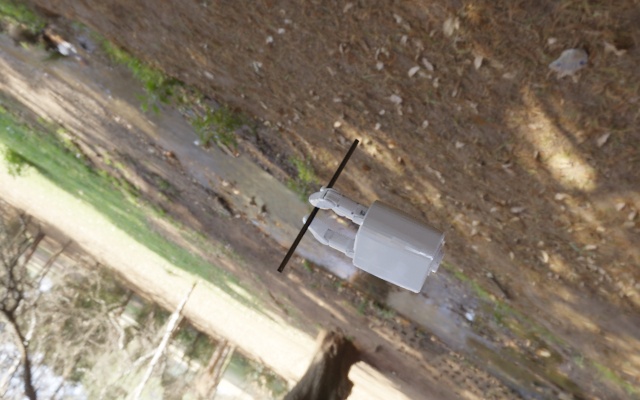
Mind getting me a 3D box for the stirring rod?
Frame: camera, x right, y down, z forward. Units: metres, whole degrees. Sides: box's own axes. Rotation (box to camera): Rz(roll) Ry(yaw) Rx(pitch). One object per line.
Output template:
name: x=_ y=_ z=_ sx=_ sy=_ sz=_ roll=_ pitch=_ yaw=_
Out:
stirring rod: x=0.000 y=0.002 z=0.709 sx=0.011 sy=0.239 sz=0.011 roll=27 pitch=-21 yaw=11
